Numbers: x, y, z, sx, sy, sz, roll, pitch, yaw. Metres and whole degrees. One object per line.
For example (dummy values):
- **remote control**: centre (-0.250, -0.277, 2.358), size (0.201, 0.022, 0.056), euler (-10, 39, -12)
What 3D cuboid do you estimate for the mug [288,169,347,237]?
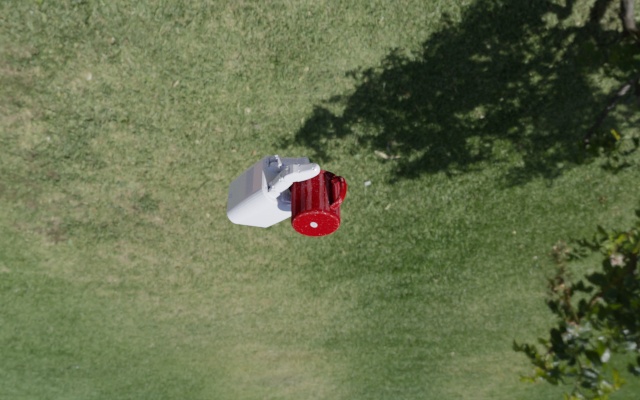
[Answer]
- **mug**: centre (0.001, 0.002, 0.791), size (0.117, 0.081, 0.093), euler (-30, -43, 35)
